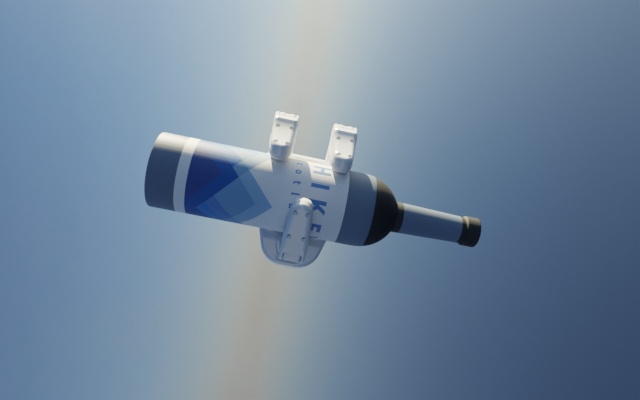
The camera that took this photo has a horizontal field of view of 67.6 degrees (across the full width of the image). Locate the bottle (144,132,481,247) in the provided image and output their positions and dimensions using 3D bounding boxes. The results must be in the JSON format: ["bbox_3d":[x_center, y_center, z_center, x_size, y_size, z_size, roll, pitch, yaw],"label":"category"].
[{"bbox_3d":[0.000,0.001,0.432,0.296,0.069,0.069,11,-1,-5],"label":"bottle"}]
